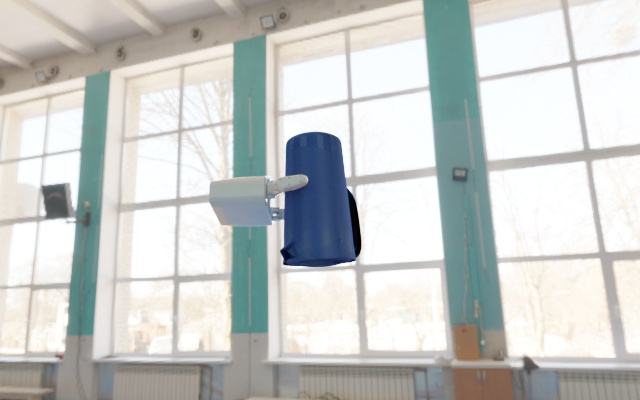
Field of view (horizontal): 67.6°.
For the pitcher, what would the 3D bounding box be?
[{"bbox_3d":[0.000,0.003,0.893,0.145,0.242,0.149,-4,-13,4],"label":"pitcher"}]
